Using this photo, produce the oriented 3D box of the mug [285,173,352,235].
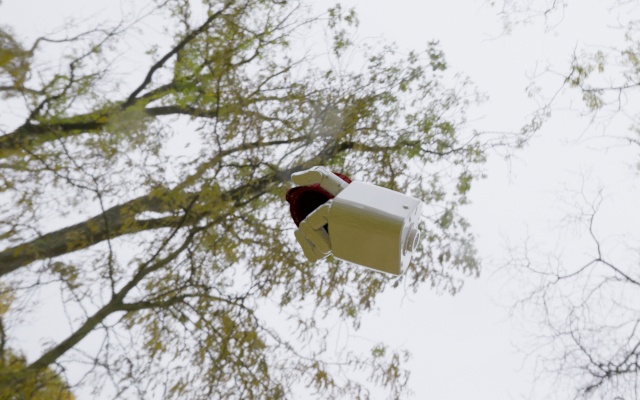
[{"bbox_3d":[-0.001,0.002,0.771,0.117,0.093,0.081,16,32,24],"label":"mug"}]
